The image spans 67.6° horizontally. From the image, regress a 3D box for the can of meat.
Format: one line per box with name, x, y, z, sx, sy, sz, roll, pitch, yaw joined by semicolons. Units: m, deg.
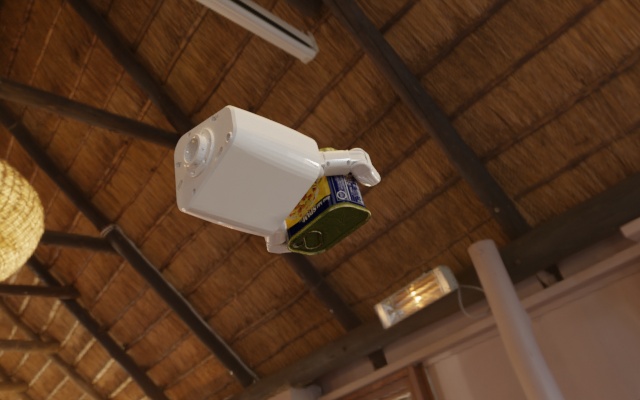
can of meat;0.000;0.001;0.550;0.057;0.084;0.102;16;-43;-39
